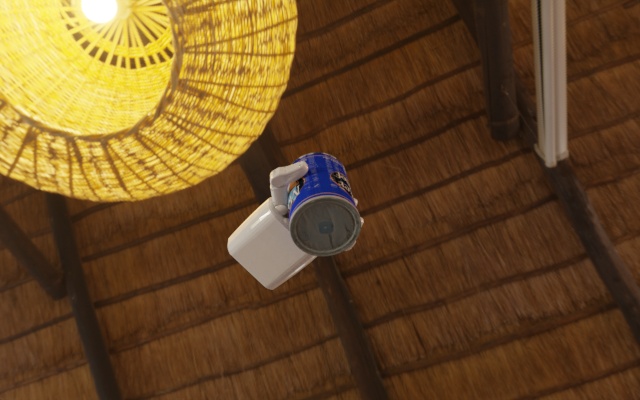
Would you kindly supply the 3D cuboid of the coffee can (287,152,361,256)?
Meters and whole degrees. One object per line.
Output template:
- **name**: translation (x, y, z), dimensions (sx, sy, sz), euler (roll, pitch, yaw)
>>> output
- **coffee can**: translation (0.000, 0.002, 0.732), dimensions (0.103, 0.103, 0.140), euler (0, 32, -7)
